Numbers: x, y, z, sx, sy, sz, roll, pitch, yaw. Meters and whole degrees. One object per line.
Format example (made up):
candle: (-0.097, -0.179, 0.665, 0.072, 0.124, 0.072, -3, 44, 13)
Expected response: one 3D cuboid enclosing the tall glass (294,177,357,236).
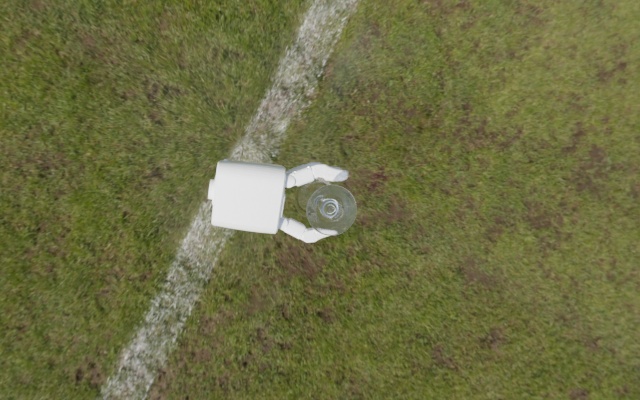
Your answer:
tall glass: (0.000, 0.003, 0.785, 0.079, 0.079, 0.201, 0, 7, -9)
